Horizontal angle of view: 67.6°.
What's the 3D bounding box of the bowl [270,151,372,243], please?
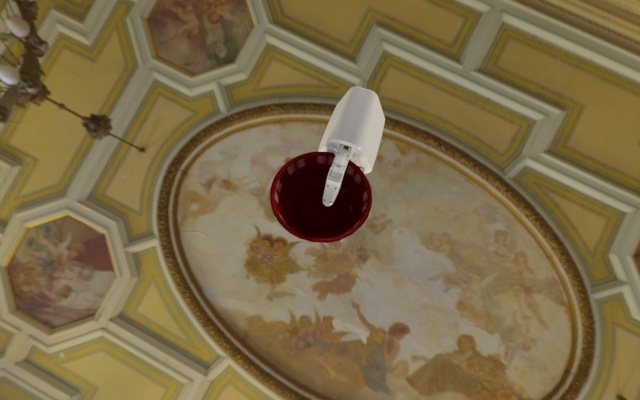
[{"bbox_3d":[-0.001,0.004,0.774,0.162,0.162,0.055,0,-26,-3],"label":"bowl"}]
